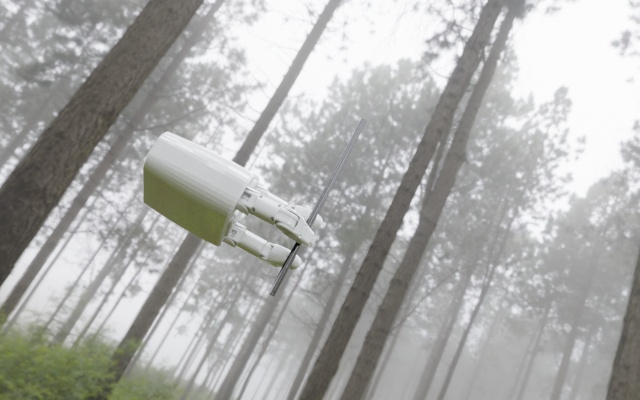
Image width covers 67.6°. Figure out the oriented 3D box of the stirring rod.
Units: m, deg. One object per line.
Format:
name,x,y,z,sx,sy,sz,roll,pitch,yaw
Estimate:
stirring rod,0.000,0.002,0.557,0.011,0.239,0.011,25,-18,9
